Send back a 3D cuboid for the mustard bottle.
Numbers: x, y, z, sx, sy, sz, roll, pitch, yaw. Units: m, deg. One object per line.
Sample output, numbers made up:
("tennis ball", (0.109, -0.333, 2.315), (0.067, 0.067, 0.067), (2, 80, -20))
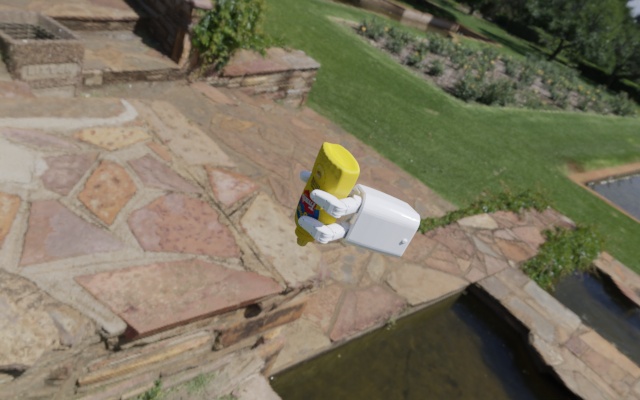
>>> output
("mustard bottle", (0.000, 0.002, 0.828), (0.058, 0.192, 0.096), (5, 34, -31))
